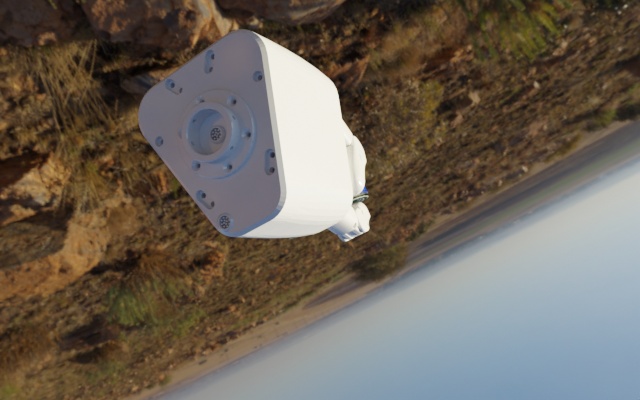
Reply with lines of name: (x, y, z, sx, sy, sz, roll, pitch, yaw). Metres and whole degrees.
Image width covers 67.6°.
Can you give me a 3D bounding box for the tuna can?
tuna can: (0.000, 0.002, 0.438, 0.086, 0.033, 0.086, -27, -9, -4)
